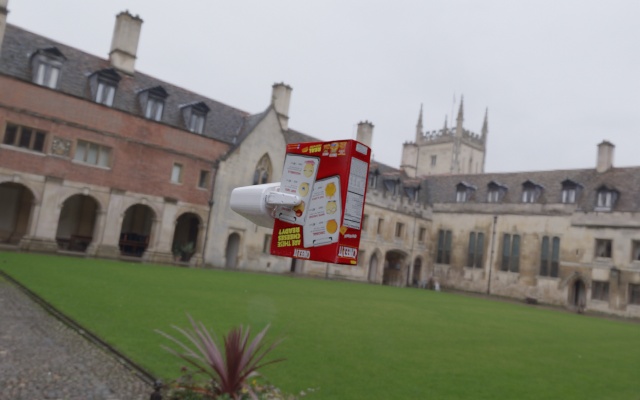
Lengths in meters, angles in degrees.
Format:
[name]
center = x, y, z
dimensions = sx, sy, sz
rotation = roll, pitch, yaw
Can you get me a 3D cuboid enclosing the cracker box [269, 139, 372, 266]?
[cracker box]
center = 0.000, 0.003, 0.866
dimensions = 0.164, 0.213, 0.072
rotation = 2, -9, 42
